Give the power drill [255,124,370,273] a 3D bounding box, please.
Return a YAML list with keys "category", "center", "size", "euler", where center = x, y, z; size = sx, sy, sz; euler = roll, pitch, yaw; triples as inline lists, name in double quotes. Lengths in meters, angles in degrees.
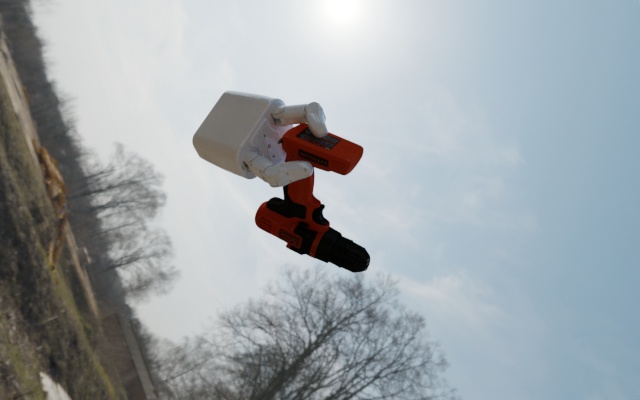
- category: "power drill"
  center: [0.000, 0.002, 0.657]
  size: [0.184, 0.188, 0.057]
  euler: [24, 36, 13]
